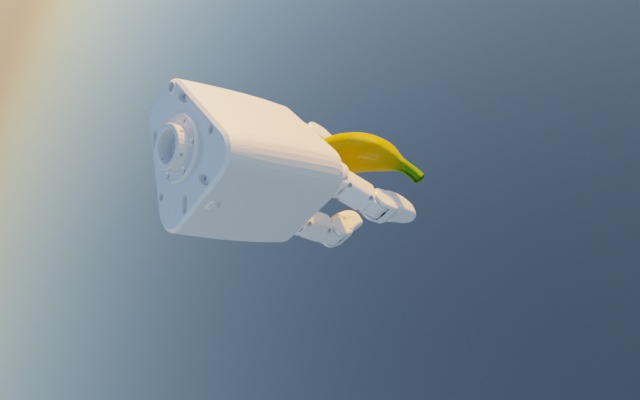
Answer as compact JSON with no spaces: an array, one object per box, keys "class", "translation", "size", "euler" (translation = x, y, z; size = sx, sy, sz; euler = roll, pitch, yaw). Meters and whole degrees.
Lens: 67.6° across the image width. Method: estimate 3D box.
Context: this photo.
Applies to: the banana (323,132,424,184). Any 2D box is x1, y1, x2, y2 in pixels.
[{"class":"banana","translation":[-0.003,-0.017,0.454],"size":[0.198,0.069,0.037],"euler":[-22,-5,37]}]
